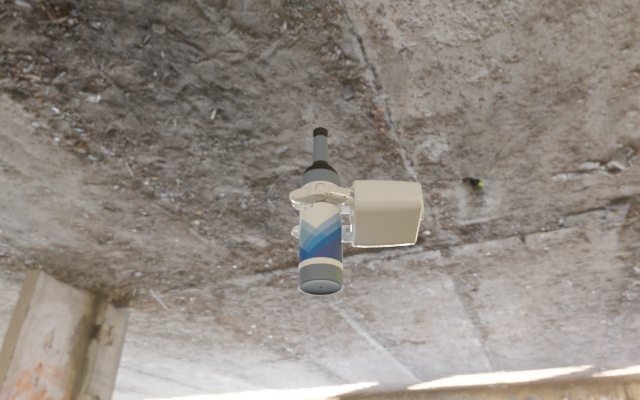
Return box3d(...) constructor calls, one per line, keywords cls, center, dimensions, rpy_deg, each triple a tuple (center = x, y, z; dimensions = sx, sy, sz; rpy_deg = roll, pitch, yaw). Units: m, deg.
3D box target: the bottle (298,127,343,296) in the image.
box3d(cls="bottle", center=(0.000, 0.003, 0.775), dimensions=(0.069, 0.295, 0.069), rpy_deg=(0, -32, 0))
